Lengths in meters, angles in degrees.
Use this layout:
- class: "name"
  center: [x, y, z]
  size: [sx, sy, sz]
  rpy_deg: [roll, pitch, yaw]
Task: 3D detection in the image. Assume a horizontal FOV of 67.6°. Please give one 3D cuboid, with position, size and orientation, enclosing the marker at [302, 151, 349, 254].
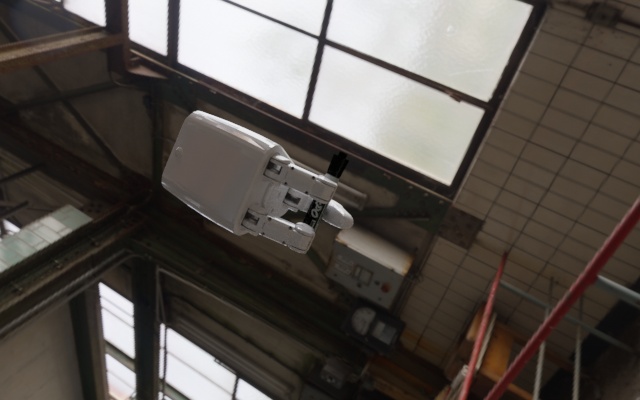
- class: "marker"
  center: [0.000, 0.002, 0.530]
  size: [0.020, 0.121, 0.020]
  rpy_deg: [25, 6, -3]
